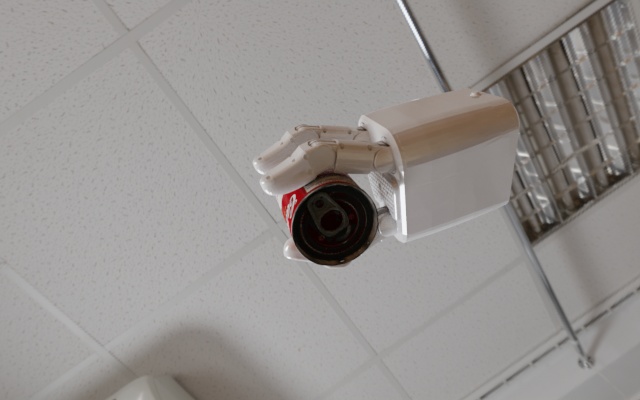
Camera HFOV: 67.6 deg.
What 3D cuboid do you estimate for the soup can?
[{"bbox_3d":[0.000,0.001,0.404,0.068,0.068,0.102,0,21,-14],"label":"soup can"}]
